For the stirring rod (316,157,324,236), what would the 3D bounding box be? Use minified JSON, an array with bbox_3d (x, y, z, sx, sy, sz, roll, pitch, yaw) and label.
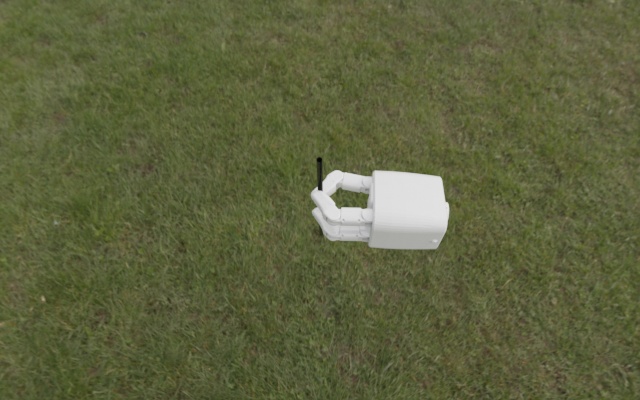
[{"bbox_3d":[0.000,0.002,0.742,0.011,0.011,0.240,0,-28,1],"label":"stirring rod"}]
